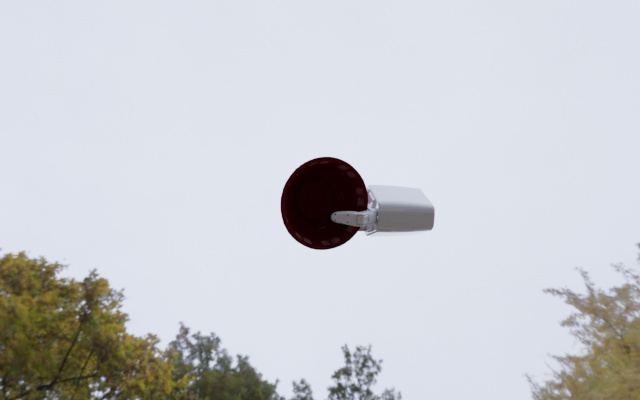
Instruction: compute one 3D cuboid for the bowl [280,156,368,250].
[{"bbox_3d":[-0.001,0.002,0.838,0.162,0.162,0.055,0,8,-21],"label":"bowl"}]
